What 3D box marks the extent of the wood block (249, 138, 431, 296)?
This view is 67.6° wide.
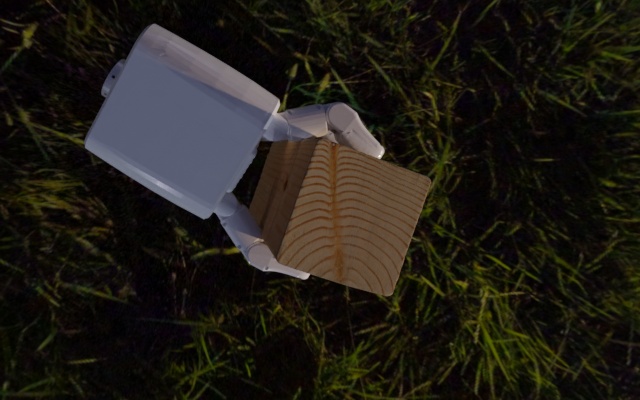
[{"bbox_3d":[0.000,0.002,0.422,0.090,0.091,0.206,19,2,-15],"label":"wood block"}]
